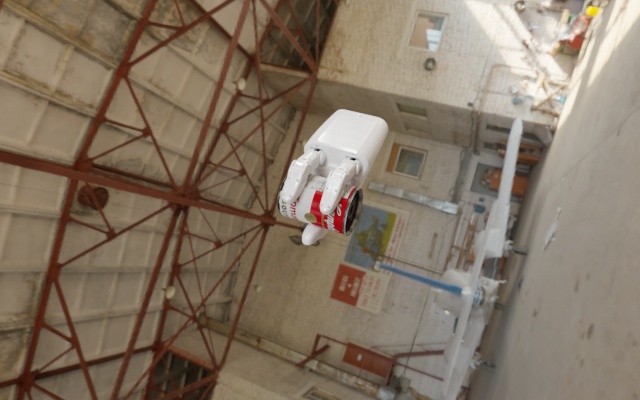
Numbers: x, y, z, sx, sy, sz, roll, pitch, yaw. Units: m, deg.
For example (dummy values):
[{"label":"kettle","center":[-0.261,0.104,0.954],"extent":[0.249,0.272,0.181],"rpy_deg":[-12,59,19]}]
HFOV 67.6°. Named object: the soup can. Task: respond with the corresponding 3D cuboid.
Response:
[{"label":"soup can","center":[0.000,0.002,0.664],"extent":[0.102,0.068,0.068],"rpy_deg":[16,5,18]}]
